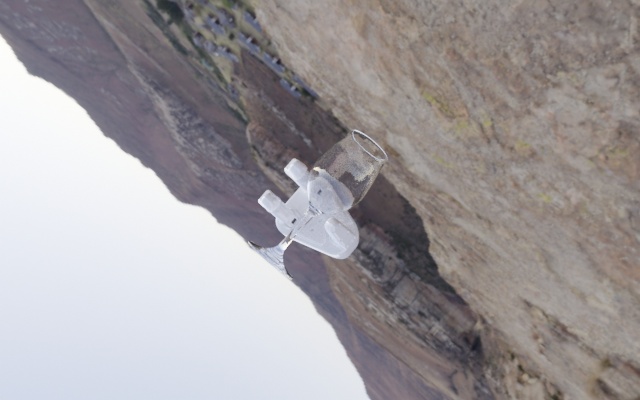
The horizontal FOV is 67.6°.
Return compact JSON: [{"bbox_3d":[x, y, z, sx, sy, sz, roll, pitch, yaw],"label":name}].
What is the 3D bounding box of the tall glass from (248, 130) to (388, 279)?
[{"bbox_3d":[0.000,0.003,0.622,0.079,0.201,0.079,40,-4,4],"label":"tall glass"}]
